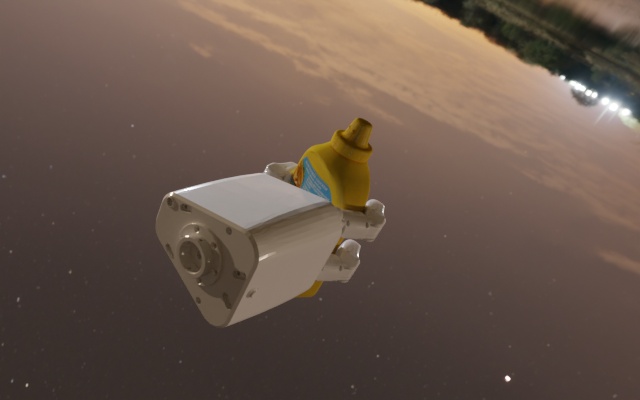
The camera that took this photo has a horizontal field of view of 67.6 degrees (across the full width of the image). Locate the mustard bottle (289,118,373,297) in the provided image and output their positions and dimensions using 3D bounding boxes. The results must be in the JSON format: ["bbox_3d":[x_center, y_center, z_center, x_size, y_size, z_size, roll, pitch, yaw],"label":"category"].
[{"bbox_3d":[0.000,0.002,0.489,0.058,0.192,0.096,8,33,-34],"label":"mustard bottle"}]
